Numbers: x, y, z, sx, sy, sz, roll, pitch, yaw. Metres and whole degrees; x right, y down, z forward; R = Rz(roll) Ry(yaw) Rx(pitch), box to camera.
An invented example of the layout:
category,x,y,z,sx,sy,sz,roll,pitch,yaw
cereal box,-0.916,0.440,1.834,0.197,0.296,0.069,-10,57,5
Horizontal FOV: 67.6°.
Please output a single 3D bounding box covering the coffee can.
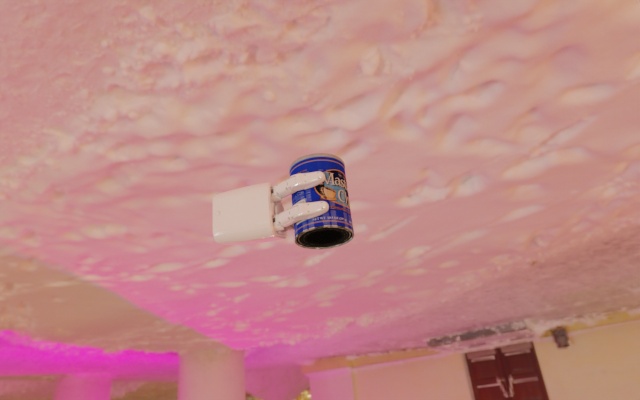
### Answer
category,x,y,z,sx,sy,sz,roll,pitch,yaw
coffee can,0.000,0.003,0.842,0.103,0.140,0.103,-5,-26,-2
